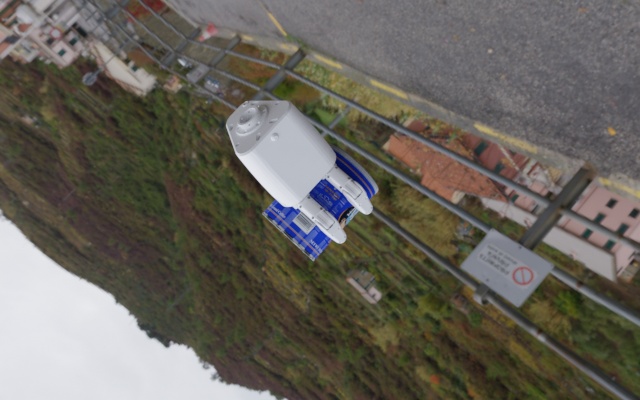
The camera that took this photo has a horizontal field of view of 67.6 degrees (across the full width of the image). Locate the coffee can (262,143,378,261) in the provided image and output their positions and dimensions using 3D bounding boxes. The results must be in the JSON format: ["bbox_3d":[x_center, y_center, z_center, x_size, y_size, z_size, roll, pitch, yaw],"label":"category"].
[{"bbox_3d":[0.000,0.002,0.695,0.103,0.140,0.103,42,-6,6],"label":"coffee can"}]
